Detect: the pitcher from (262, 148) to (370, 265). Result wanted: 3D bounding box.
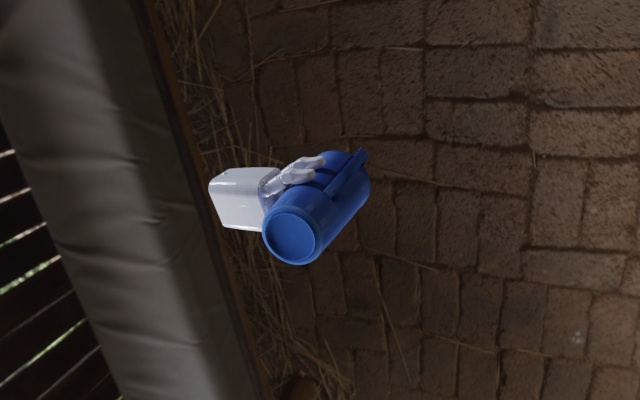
[{"bbox_3d":[0.000,0.003,0.846,0.145,0.149,0.242,3,25,21],"label":"pitcher"}]
